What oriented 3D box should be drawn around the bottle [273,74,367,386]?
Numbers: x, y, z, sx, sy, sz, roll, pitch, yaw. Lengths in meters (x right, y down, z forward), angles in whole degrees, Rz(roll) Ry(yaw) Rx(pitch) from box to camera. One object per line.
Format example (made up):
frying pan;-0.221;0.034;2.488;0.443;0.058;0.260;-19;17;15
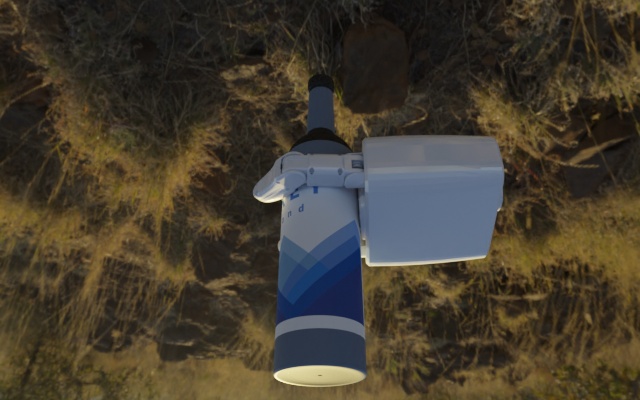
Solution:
bottle;0.000;0.002;0.418;0.069;0.295;0.069;0;-33;0
